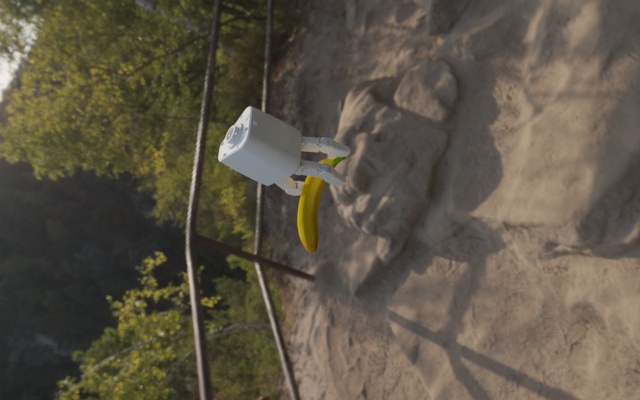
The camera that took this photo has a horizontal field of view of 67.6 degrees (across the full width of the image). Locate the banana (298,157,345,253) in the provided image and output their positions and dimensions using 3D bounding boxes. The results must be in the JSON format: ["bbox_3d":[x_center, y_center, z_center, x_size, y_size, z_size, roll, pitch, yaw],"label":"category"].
[{"bbox_3d":[-0.011,0.001,0.881,0.037,0.197,0.069,28,-21,-34],"label":"banana"}]
